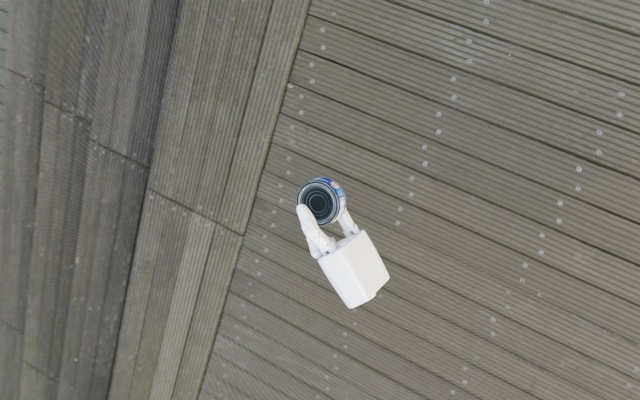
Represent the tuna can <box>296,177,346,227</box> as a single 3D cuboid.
[{"bbox_3d":[0.000,0.003,0.851,0.086,0.086,0.033,0,11,24],"label":"tuna can"}]
